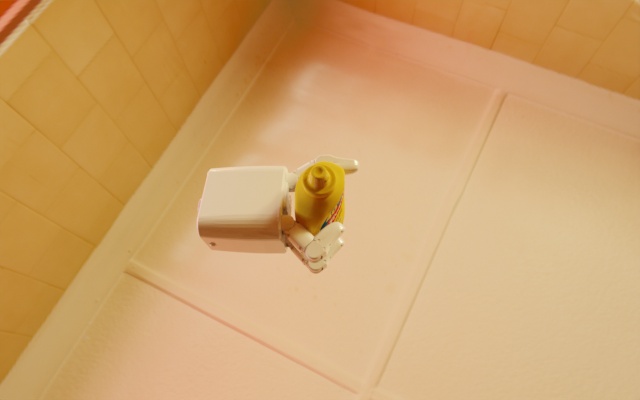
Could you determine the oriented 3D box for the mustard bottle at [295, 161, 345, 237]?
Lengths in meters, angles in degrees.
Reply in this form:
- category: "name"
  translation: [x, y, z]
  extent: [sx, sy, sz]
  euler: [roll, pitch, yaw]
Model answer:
- category: "mustard bottle"
  translation: [0.000, 0.002, 0.632]
  extent: [0.058, 0.096, 0.192]
  euler: [24, -19, 11]
